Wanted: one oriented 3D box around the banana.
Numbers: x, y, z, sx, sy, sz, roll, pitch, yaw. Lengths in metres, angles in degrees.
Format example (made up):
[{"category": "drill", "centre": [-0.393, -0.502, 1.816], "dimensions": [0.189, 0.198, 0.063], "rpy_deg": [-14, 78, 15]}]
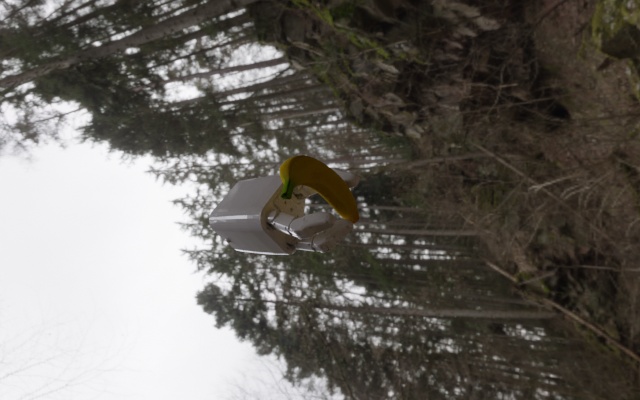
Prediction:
[{"category": "banana", "centre": [-0.001, -0.017, 0.621], "dimensions": [0.037, 0.069, 0.198], "rpy_deg": [-5, -13, 30]}]
